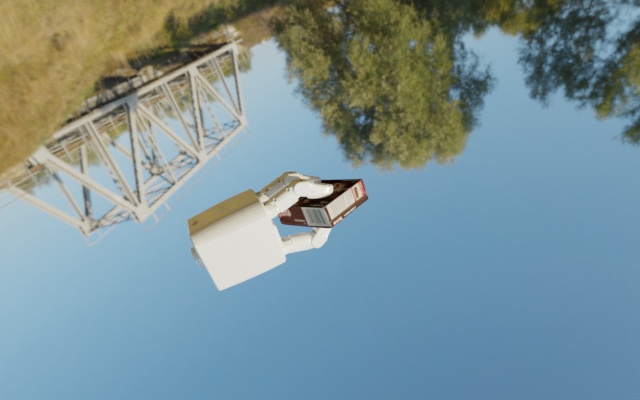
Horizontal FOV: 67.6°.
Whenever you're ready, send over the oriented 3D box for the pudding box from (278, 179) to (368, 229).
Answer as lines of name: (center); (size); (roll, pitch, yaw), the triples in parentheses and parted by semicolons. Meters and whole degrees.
pudding box: (0.000, 0.003, 0.709); (0.113, 0.039, 0.090); (4, 32, 45)
